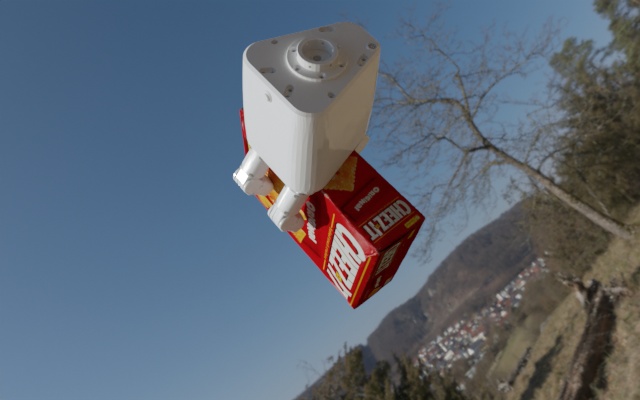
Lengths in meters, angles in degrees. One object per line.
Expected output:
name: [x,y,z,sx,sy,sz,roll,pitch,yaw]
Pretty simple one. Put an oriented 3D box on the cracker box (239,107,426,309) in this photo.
cracker box: [0.000,0.002,0.538,0.072,0.213,0.164,-34,-22,-22]
